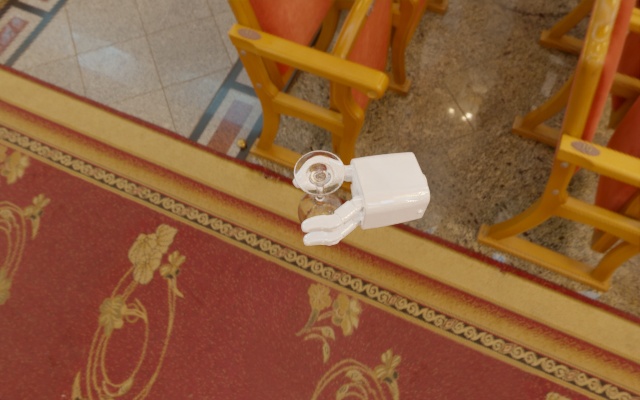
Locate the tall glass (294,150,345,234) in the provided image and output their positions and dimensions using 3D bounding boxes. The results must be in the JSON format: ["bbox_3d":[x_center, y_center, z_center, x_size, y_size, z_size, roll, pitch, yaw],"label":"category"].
[{"bbox_3d":[0.000,0.002,0.776,0.079,0.079,0.201,0,-26,0],"label":"tall glass"}]
